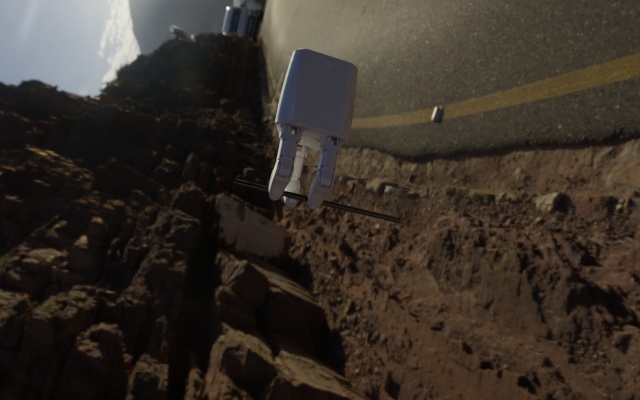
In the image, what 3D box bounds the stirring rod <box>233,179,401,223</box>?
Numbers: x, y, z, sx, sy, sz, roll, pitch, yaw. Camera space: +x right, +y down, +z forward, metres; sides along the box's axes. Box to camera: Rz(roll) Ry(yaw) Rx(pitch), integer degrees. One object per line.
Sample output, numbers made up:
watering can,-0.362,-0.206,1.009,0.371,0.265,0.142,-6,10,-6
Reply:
stirring rod,0.000,0.002,0.654,0.239,0.011,0.011,13,-3,-15
